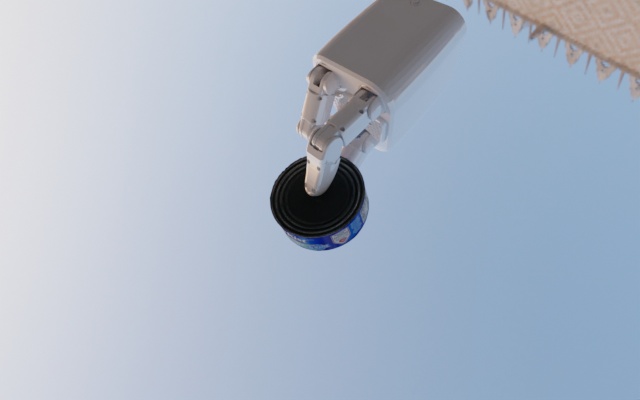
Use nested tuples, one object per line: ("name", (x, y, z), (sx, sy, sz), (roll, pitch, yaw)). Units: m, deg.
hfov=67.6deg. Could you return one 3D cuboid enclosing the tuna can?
("tuna can", (0.000, 0.002, 0.431), (0.086, 0.086, 0.034), (0, -29, 15))
